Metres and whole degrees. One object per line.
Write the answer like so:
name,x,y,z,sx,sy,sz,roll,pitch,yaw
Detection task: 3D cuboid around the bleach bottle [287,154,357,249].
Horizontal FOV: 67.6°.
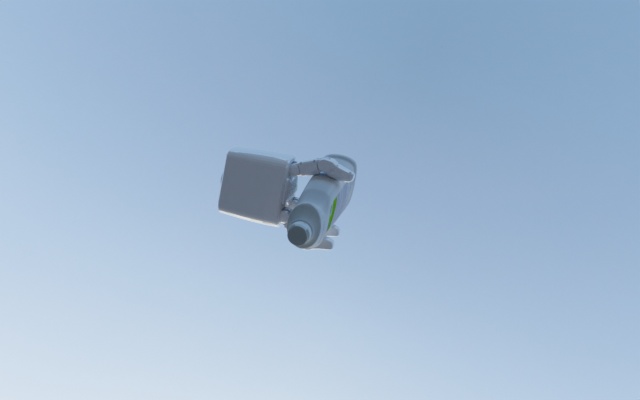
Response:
bleach bottle,0.000,0.003,0.749,0.068,0.103,0.250,12,20,11
